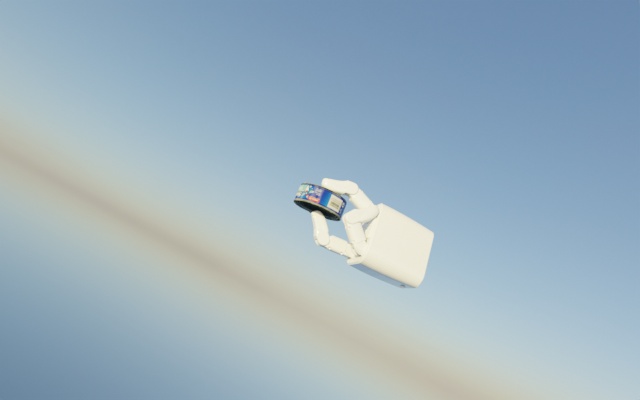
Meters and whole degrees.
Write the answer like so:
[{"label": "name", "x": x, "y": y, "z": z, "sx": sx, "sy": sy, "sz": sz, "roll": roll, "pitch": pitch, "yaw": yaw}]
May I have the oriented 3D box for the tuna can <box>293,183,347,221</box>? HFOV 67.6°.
[{"label": "tuna can", "x": 0.000, "y": 0.002, "z": 0.803, "sx": 0.086, "sy": 0.033, "sz": 0.086, "roll": 22, "pitch": -12, "yaw": 5}]
